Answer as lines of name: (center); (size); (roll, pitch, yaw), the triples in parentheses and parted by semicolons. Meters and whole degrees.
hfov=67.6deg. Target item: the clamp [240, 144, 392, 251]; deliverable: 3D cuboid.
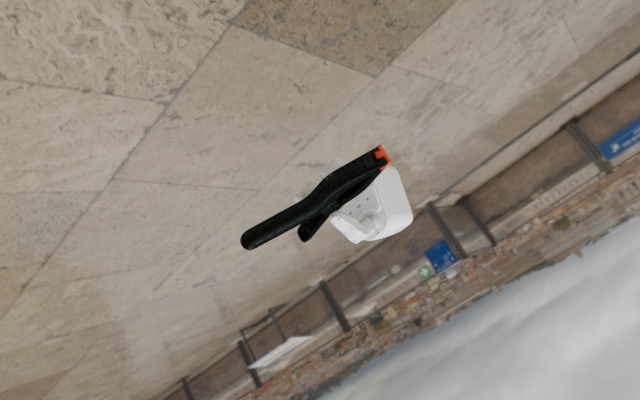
clamp: (0.001, 0.002, 0.627); (0.210, 0.036, 0.164); (-40, -16, 27)
